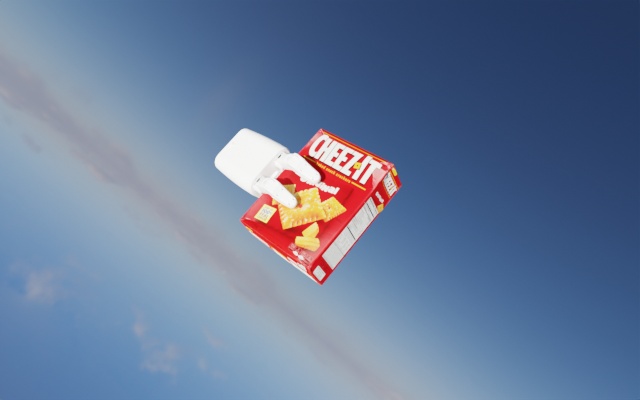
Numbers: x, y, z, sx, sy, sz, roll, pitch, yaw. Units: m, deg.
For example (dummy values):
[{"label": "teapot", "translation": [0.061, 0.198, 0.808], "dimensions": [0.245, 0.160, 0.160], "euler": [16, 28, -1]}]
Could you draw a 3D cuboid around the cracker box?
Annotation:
[{"label": "cracker box", "translation": [0.000, 0.003, 0.776], "dimensions": [0.164, 0.213, 0.072], "euler": [32, -15, 34]}]
